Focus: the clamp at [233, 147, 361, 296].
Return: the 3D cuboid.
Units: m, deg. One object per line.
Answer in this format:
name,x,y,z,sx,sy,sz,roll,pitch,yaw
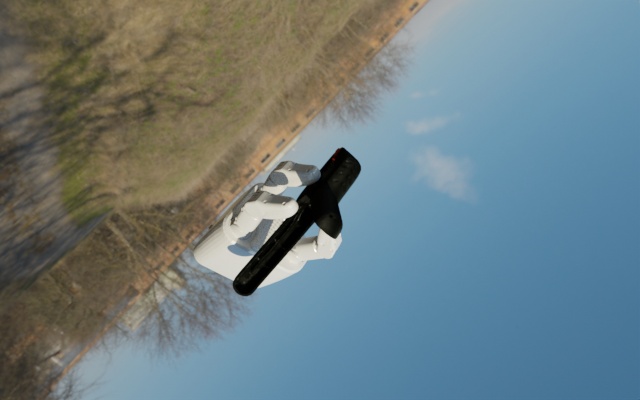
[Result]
clamp,0.001,0.002,0.507,0.165,0.036,0.210,-34,16,48
